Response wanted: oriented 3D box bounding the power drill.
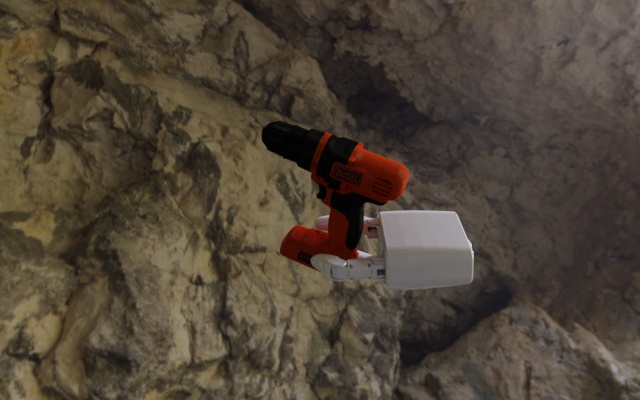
[{"bbox_3d":[0.000,0.002,0.609,0.184,0.188,0.057,23,39,10],"label":"power drill"}]
